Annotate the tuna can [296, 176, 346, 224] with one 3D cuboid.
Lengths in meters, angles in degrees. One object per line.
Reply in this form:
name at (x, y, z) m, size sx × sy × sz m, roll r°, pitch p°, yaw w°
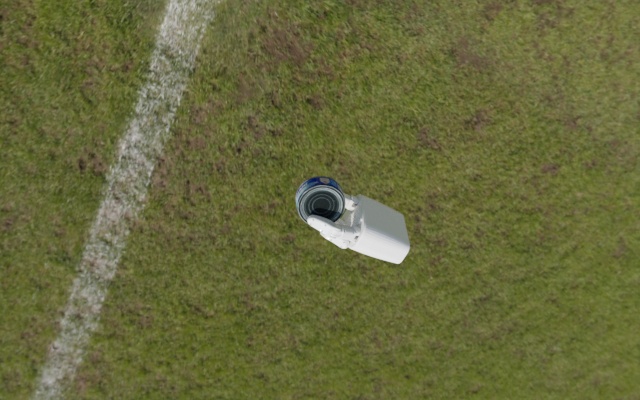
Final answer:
tuna can at (0.000, 0.003, 0.834) m, size 0.086 × 0.086 × 0.033 m, roll 0°, pitch 29°, yaw -7°
